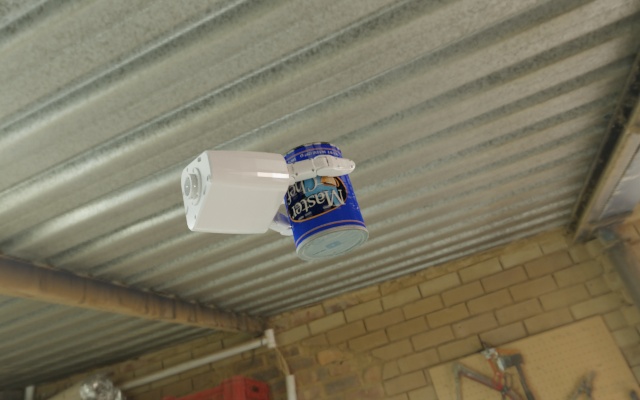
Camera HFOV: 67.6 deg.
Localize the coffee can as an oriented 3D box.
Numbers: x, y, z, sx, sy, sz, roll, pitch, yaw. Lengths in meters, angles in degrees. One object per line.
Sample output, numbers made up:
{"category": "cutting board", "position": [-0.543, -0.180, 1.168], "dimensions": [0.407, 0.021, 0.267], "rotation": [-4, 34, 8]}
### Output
{"category": "coffee can", "position": [0.000, 0.002, 0.686], "dimensions": [0.103, 0.140, 0.103], "rotation": [-14, -25, -6]}
